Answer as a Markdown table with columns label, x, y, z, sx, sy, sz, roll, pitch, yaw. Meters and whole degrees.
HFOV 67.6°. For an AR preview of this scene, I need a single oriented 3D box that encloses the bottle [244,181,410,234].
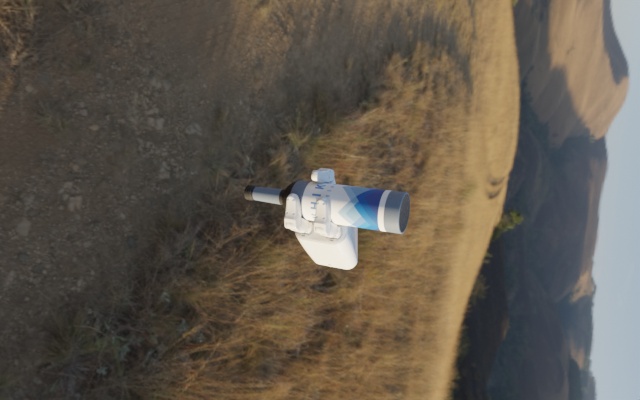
| label | x | y | z | sx | sy | sz | roll | pitch | yaw |
| --- | --- | --- | --- | --- | --- | --- | --- | --- | --- |
| bottle | 0.000 | 0.003 | 0.815 | 0.295 | 0.069 | 0.069 | 8 | 3 | 24 |
